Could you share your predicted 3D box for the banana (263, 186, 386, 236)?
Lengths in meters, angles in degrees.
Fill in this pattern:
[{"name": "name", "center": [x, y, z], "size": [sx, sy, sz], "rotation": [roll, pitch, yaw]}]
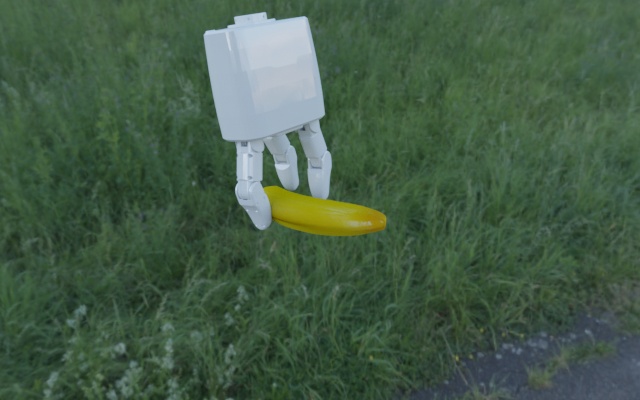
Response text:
[{"name": "banana", "center": [-0.017, 0.007, 0.521], "size": [0.069, 0.037, 0.197], "rotation": [-22, 23, -30]}]
